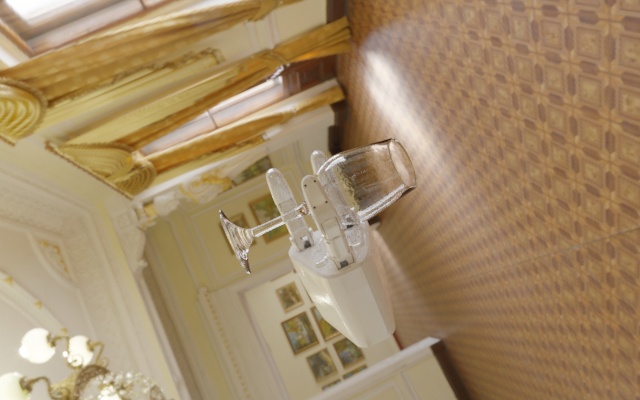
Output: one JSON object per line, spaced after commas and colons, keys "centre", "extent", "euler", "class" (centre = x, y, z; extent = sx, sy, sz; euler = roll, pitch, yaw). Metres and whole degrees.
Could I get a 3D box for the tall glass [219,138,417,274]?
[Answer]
{"centre": [-0.001, 0.002, 0.508], "extent": [0.201, 0.079, 0.079], "euler": [-25, 2, -5], "class": "tall glass"}
